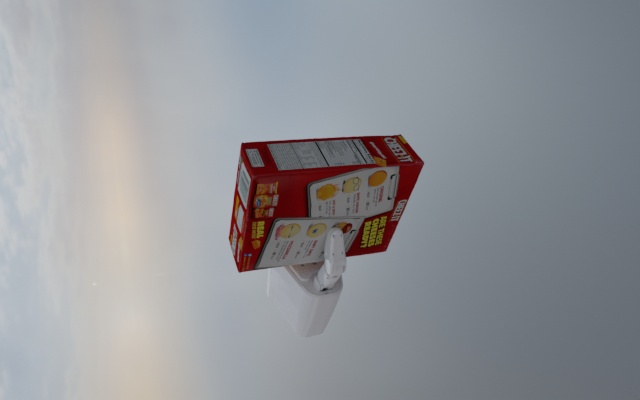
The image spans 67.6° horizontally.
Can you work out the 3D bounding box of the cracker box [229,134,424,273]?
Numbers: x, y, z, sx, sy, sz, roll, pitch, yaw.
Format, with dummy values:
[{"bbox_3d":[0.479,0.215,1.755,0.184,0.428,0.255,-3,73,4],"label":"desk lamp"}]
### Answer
[{"bbox_3d":[0.000,0.002,0.600,0.213,0.164,0.072,-6,46,-23],"label":"cracker box"}]
